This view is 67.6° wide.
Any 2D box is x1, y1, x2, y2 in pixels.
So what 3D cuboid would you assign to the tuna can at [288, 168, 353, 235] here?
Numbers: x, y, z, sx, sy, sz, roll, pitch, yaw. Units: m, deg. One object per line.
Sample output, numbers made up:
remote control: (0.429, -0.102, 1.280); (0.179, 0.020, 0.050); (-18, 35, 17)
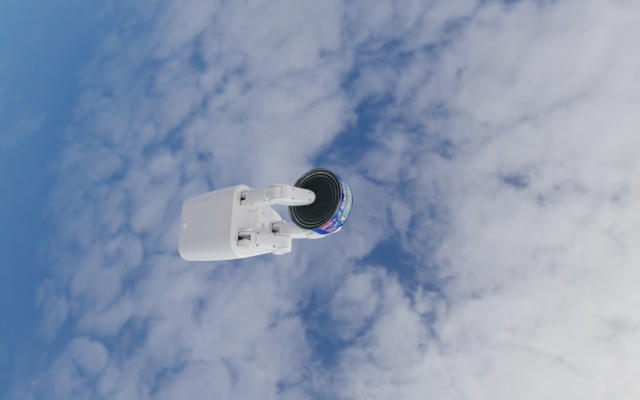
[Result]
tuna can: (0.000, 0.002, 0.640); (0.086, 0.086, 0.034); (0, -17, 37)
